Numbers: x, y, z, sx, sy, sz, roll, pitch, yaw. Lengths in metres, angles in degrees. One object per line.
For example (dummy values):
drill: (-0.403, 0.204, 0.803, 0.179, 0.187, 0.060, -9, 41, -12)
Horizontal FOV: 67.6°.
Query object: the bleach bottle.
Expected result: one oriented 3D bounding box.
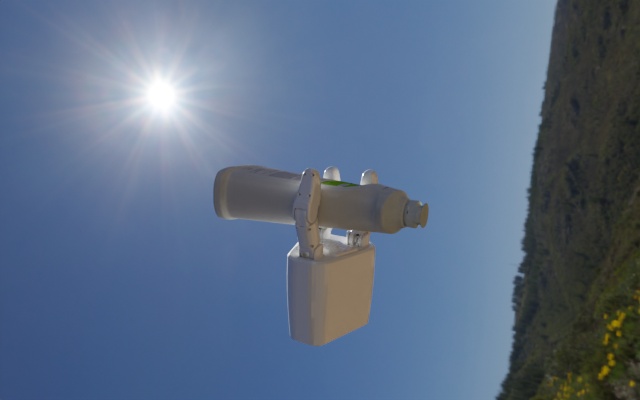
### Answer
bleach bottle: (0.000, 0.002, 0.571, 0.251, 0.068, 0.102, 8, 13, 28)
